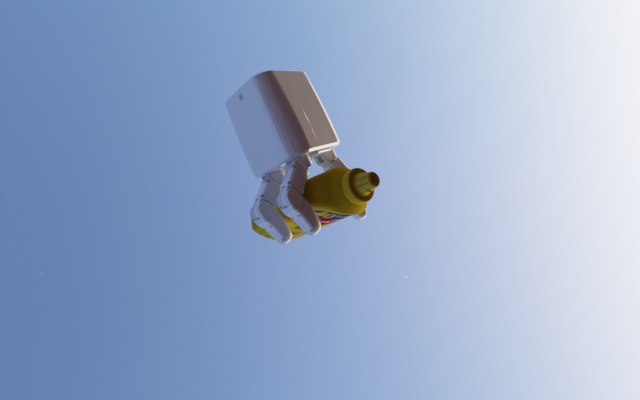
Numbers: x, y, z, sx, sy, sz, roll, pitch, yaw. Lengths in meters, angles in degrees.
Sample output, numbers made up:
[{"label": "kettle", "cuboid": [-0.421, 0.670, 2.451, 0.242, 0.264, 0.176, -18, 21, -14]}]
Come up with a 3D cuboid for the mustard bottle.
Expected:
[{"label": "mustard bottle", "cuboid": [0.000, 0.002, 0.590, 0.096, 0.058, 0.192, 7, -20, -38]}]
